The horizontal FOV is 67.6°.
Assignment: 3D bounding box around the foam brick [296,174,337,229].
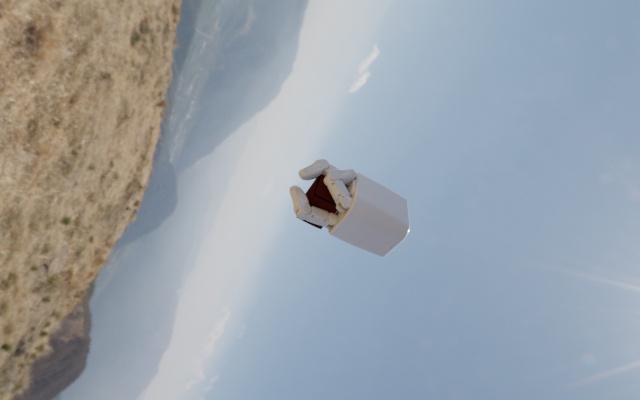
[{"bbox_3d":[0.000,0.003,0.823,0.051,0.053,0.078,26,-40,-10],"label":"foam brick"}]
